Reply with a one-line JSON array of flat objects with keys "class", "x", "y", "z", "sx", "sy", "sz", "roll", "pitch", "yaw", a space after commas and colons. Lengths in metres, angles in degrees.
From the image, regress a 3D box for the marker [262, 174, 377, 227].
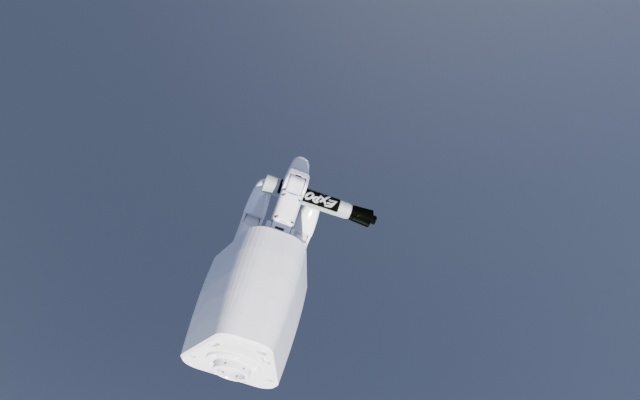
[{"class": "marker", "x": 0.000, "y": 0.002, "z": 0.489, "sx": 0.121, "sy": 0.020, "sz": 0.020, "roll": 19, "pitch": -2, "yaw": -6}]
